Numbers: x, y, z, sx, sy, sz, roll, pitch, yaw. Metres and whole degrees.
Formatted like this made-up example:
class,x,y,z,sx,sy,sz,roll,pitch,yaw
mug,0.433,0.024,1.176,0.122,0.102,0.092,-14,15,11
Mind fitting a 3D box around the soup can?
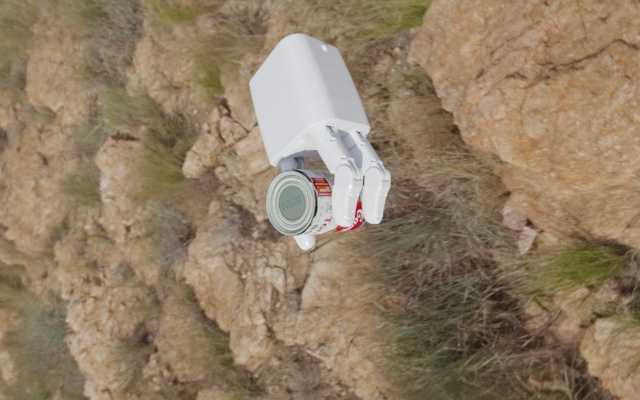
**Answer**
class,x,y,z,sx,sy,sz,roll,pitch,yaw
soup can,0.000,0.002,0.509,0.068,0.068,0.102,0,0,37
